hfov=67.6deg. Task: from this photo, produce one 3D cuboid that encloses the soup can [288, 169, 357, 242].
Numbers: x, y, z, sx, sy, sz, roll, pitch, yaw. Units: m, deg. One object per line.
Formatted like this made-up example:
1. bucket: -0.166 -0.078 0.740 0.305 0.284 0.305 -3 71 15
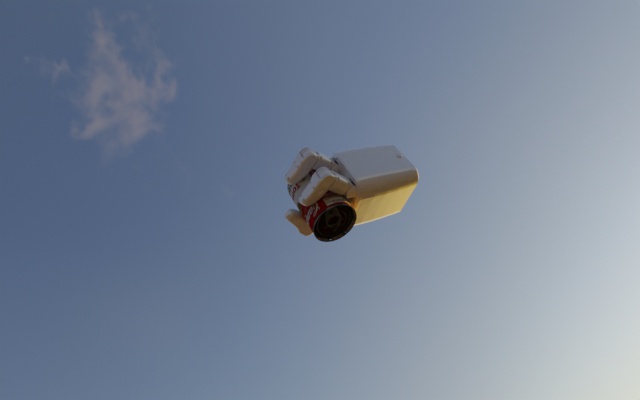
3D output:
1. soup can: 0.000 0.002 0.703 0.068 0.068 0.102 0 37 -31
